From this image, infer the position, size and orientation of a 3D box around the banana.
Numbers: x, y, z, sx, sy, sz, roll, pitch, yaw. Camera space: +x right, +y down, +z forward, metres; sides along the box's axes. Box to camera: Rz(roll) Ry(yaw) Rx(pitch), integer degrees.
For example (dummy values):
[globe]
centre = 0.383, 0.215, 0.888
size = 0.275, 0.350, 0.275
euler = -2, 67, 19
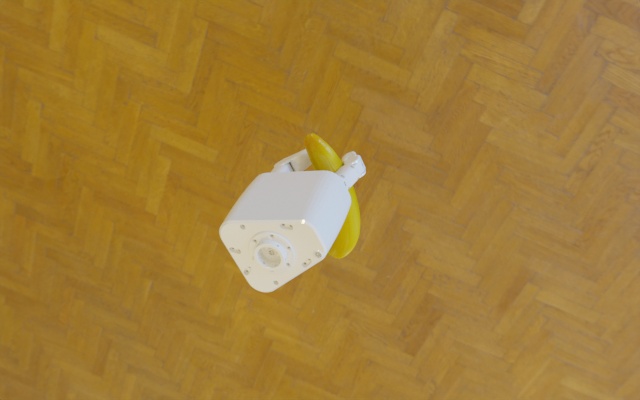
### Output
[banana]
centre = 0.018, 0.008, 0.618
size = 0.069, 0.198, 0.037
euler = 9, 36, 20
